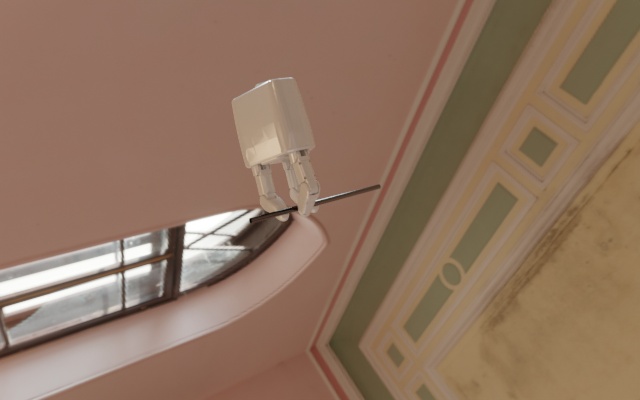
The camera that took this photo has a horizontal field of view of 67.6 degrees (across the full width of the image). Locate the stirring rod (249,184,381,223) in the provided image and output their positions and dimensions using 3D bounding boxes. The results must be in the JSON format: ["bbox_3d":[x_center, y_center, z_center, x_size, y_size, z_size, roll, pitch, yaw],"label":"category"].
[{"bbox_3d":[0.000,0.002,0.727,0.239,0.011,0.011,-15,8,-33],"label":"stirring rod"}]
